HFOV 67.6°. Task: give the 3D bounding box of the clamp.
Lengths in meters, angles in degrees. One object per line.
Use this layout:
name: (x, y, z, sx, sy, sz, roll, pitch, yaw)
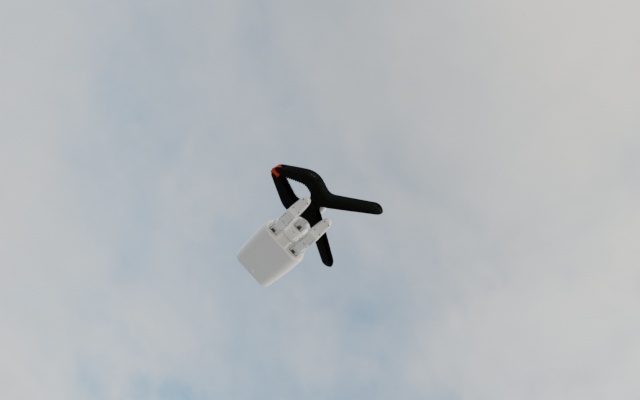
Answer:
clamp: (0.000, 0.002, 0.874, 0.164, 0.210, 0.036, -42, 0, 27)
